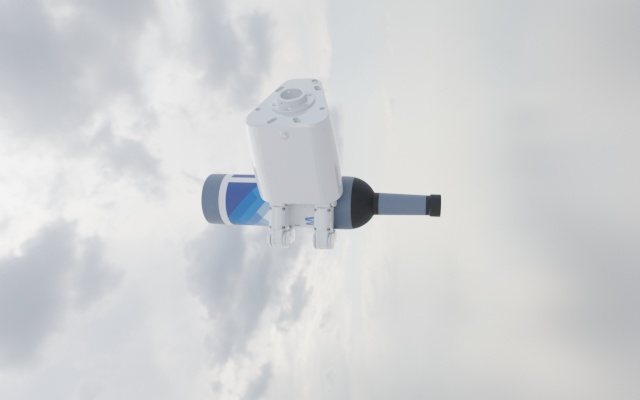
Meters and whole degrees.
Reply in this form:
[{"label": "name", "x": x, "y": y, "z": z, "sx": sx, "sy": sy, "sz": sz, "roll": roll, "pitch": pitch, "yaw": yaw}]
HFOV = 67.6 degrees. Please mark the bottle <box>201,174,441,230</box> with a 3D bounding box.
[{"label": "bottle", "x": 0.000, "y": 0.002, "z": 0.602, "sx": 0.296, "sy": 0.069, "sz": 0.069, "roll": 2, "pitch": 0, "yaw": 12}]
